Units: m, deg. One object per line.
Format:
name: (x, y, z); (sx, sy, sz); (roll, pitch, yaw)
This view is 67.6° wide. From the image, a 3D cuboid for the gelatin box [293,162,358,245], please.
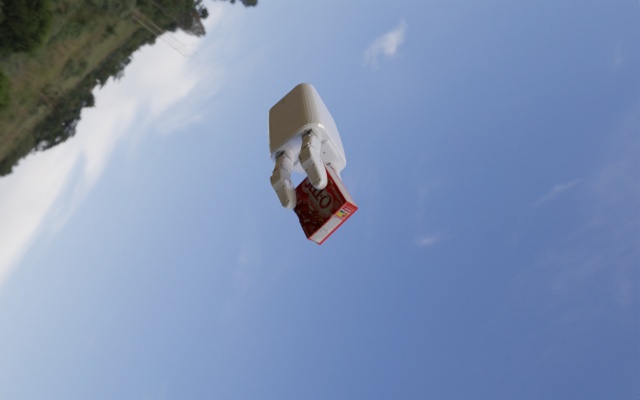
gelatin box: (0.001, 0.002, 0.635); (0.030, 0.073, 0.089); (30, 23, -43)
